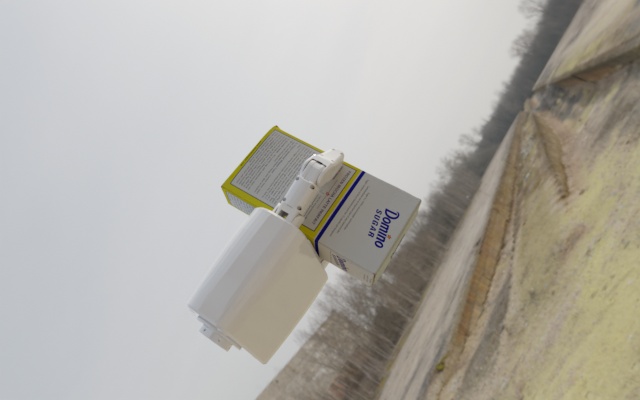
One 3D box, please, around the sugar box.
[{"bbox_3d":[0.000,0.002,0.479,0.176,0.093,0.048,30,-23,15],"label":"sugar box"}]
